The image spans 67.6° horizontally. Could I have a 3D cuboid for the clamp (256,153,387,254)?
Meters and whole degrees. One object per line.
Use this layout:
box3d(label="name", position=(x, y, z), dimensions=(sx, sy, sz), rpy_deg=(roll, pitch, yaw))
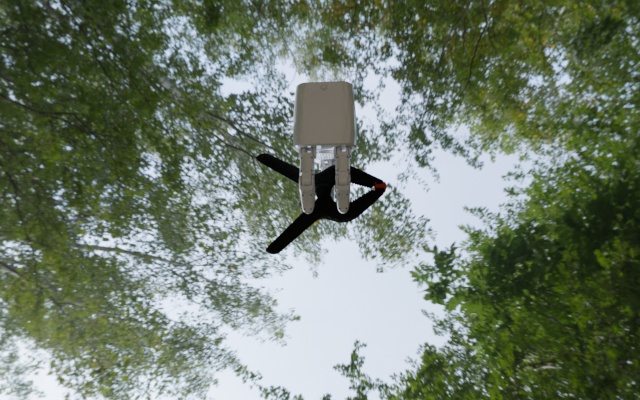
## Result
box3d(label="clamp", position=(0.001, 0.002, 0.761), dimensions=(0.210, 0.164, 0.036), rpy_deg=(-1, -10, 4))
